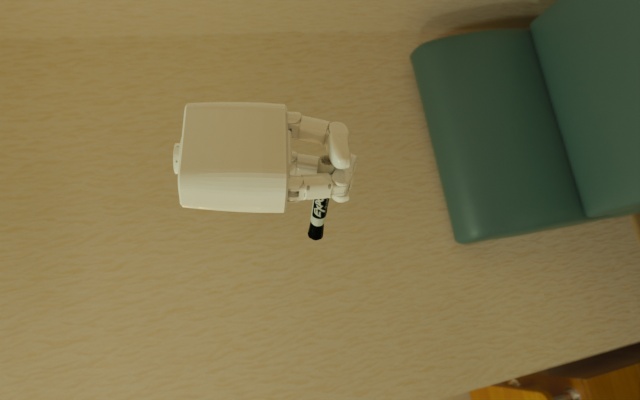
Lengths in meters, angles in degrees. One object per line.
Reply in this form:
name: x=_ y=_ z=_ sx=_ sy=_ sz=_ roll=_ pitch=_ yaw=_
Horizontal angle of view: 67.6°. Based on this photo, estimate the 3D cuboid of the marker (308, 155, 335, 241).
marker: x=0.000 y=0.002 z=0.536 sx=0.020 sy=0.121 sz=0.020 roll=5 pitch=44 yaw=-5
